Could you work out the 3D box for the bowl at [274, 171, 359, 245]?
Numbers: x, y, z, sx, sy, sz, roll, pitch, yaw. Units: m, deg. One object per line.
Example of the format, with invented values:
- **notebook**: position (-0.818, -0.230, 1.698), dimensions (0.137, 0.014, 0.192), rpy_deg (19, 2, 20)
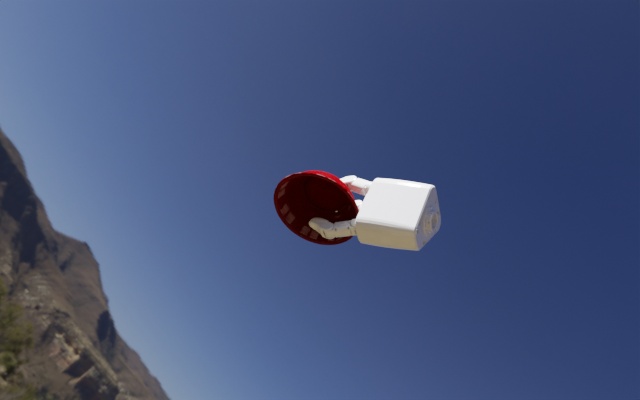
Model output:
- **bowl**: position (-0.001, 0.002, 0.855), dimensions (0.162, 0.162, 0.055), rpy_deg (0, 37, 24)
